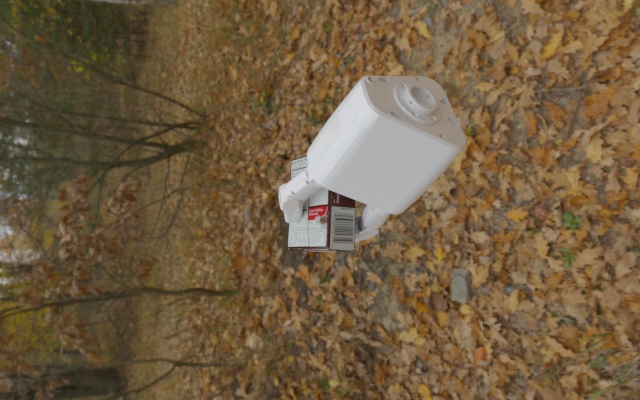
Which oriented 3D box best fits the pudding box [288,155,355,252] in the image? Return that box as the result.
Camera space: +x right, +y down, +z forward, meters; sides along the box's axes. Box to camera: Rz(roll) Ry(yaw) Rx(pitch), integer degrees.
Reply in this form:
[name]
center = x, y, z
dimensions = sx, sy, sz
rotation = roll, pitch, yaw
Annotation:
[pudding box]
center = 0.000, 0.002, 0.544
dimensions = 0.039, 0.113, 0.090
rotation = 8, -9, -31
